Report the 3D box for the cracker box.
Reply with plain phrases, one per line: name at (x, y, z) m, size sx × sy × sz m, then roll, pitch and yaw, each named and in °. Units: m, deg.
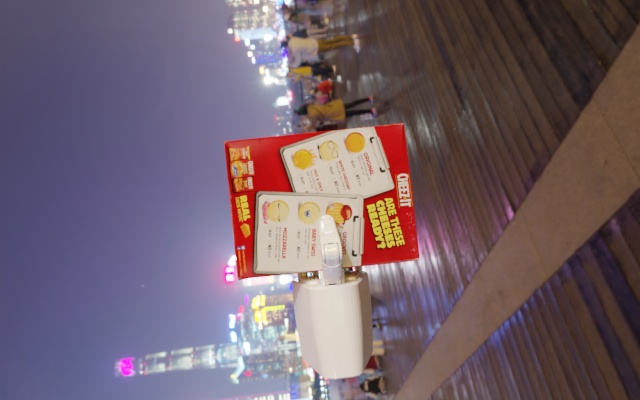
cracker box at (0.000, 0.002, 0.583) m, size 0.214 × 0.164 × 0.072 m, roll -6°, pitch -1°, yaw -3°
